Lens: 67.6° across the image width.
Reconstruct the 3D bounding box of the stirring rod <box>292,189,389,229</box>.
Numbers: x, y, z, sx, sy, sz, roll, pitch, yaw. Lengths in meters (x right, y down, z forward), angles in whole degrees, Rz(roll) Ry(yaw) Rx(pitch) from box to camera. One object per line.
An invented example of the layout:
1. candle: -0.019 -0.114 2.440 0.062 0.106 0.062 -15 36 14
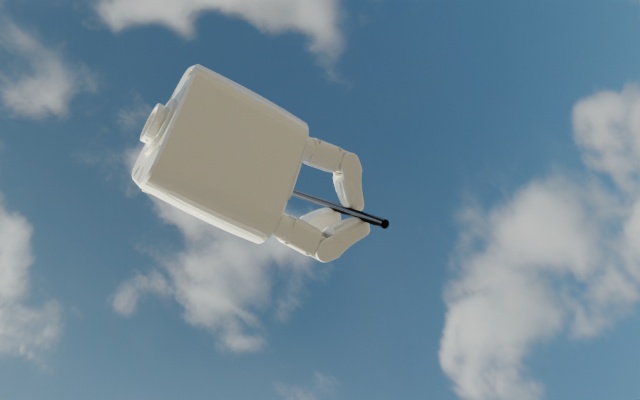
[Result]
1. stirring rod: 0.000 0.002 0.501 0.011 0.011 0.239 0 9 -27
